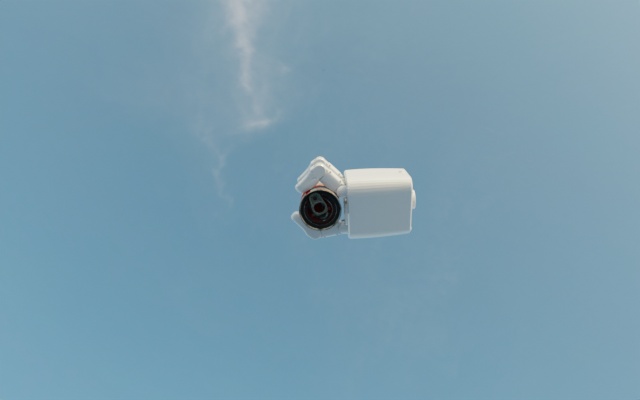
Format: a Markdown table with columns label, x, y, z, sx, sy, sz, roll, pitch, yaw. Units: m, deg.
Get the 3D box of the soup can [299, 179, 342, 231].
| label | x | y | z | sx | sy | sz | roll | pitch | yaw |
| --- | --- | --- | --- | --- | --- | --- | --- | --- | --- |
| soup can | 0.000 | 0.003 | 0.803 | 0.068 | 0.068 | 0.102 | 0 | 15 | 0 |
